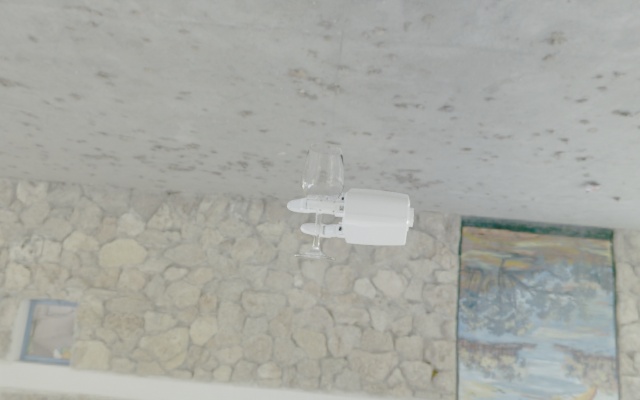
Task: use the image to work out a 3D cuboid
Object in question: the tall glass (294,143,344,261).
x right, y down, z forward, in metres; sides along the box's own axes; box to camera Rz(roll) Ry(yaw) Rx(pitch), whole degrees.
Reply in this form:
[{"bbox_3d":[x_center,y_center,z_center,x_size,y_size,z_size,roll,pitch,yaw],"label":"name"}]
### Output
[{"bbox_3d":[0.000,0.003,0.846,0.079,0.201,0.079,5,-10,1],"label":"tall glass"}]
